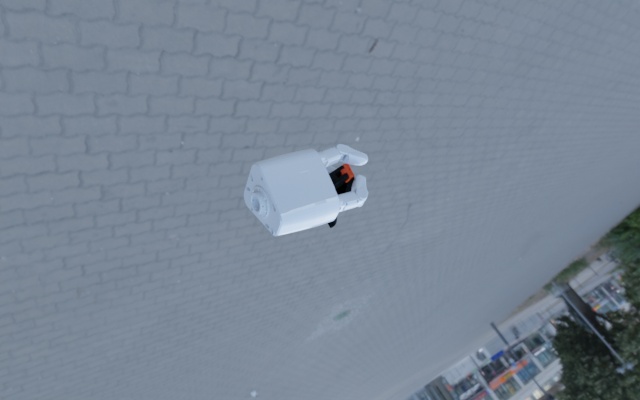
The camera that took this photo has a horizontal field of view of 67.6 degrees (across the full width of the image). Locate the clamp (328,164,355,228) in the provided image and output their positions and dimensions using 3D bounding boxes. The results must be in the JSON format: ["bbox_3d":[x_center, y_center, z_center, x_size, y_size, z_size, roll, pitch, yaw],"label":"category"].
[{"bbox_3d":[0.001,0.003,0.832,0.120,0.039,0.172,-15,-32,-33],"label":"clamp"}]
